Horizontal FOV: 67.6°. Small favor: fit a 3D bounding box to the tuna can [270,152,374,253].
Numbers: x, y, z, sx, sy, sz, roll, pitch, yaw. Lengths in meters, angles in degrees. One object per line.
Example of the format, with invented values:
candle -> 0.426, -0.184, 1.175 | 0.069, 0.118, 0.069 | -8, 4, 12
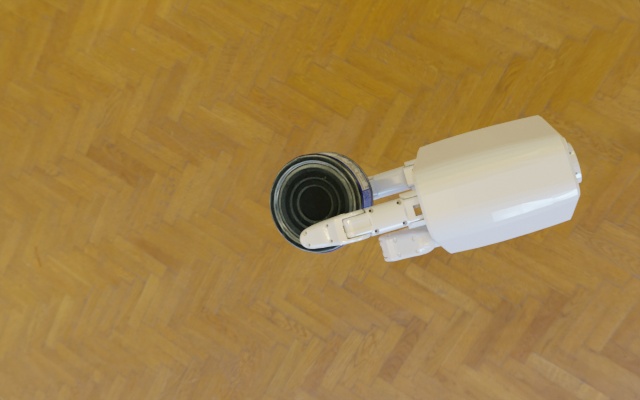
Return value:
tuna can -> 0.000, 0.001, 0.410 | 0.086, 0.086, 0.034 | 0, 7, 21
